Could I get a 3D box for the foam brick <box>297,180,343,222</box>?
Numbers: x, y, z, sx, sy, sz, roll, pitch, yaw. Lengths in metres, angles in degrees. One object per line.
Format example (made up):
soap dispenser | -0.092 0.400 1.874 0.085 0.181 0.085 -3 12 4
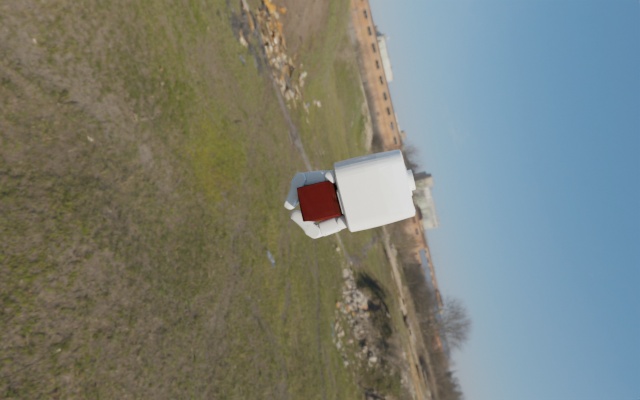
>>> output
foam brick | 0.000 0.002 0.727 0.051 0.053 0.078 -12 -4 9
